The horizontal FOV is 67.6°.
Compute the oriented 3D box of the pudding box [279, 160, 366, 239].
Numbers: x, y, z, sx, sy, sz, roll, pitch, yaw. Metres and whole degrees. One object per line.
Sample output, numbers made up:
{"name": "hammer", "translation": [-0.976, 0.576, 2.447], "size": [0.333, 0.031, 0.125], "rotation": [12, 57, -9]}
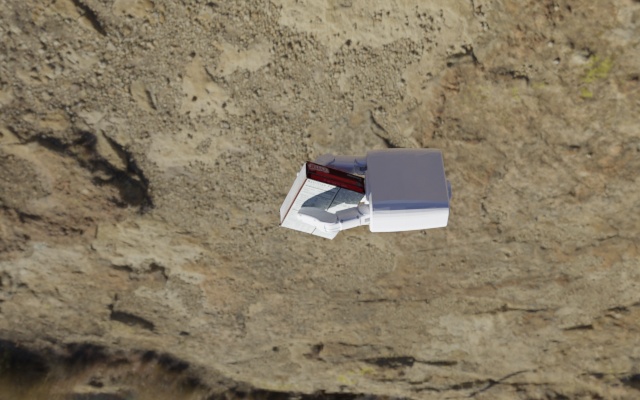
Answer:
{"name": "pudding box", "translation": [0.000, 0.002, 0.682], "size": [0.090, 0.039, 0.114], "rotation": [16, -47, -17]}
